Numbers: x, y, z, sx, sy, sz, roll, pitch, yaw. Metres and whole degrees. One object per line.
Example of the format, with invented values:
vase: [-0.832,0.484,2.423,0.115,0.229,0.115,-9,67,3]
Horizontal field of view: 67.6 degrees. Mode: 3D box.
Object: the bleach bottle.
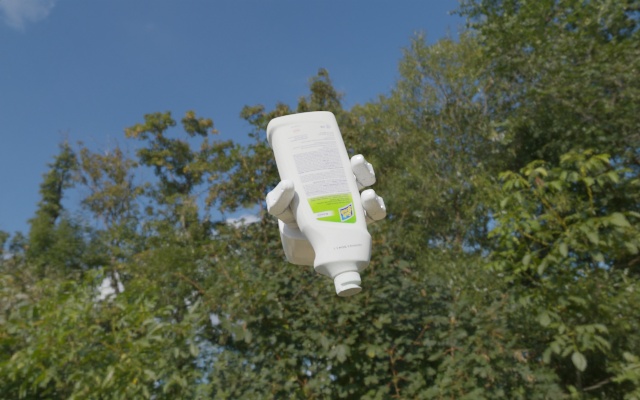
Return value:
bleach bottle: [0.000,0.002,0.617,0.102,0.250,0.068,-10,-29,-7]
